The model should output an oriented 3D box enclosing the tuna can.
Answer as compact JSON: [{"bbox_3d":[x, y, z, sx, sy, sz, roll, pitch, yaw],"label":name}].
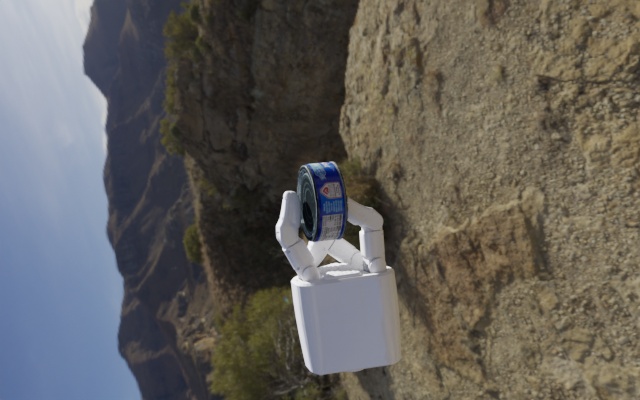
[{"bbox_3d":[0.000,0.002,0.516,0.034,0.086,0.086,-6,1,-16],"label":"tuna can"}]
